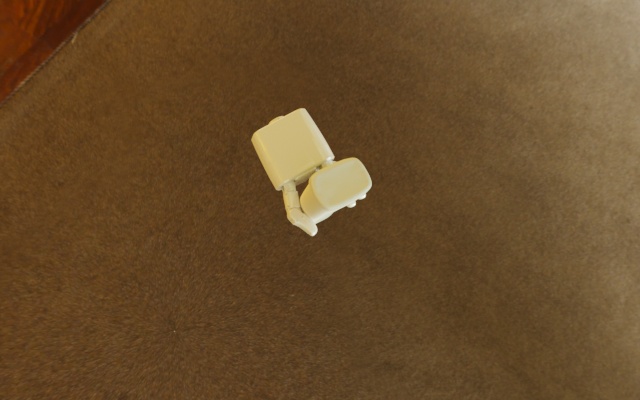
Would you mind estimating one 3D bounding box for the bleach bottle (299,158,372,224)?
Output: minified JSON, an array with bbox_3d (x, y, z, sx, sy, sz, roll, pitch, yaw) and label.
[{"bbox_3d":[0.000,0.003,0.853,0.102,0.068,0.251,-27,-6,-22],"label":"bleach bottle"}]
